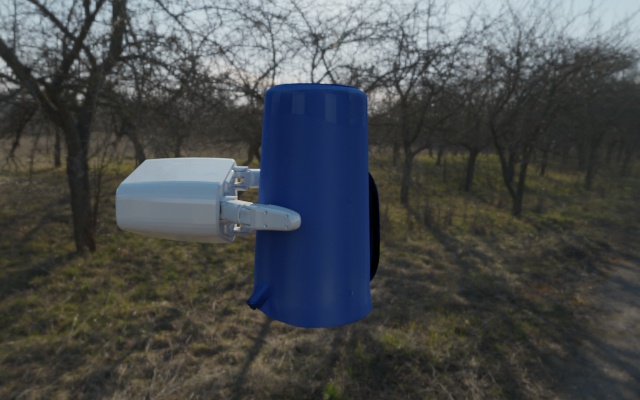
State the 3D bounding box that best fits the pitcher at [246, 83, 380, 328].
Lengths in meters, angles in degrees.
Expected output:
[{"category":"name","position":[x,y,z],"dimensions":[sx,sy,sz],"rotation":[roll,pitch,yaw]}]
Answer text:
[{"category":"pitcher","position":[0.000,0.002,0.522],"dimensions":[0.145,0.243,0.149],"rotation":[2,7,2]}]
